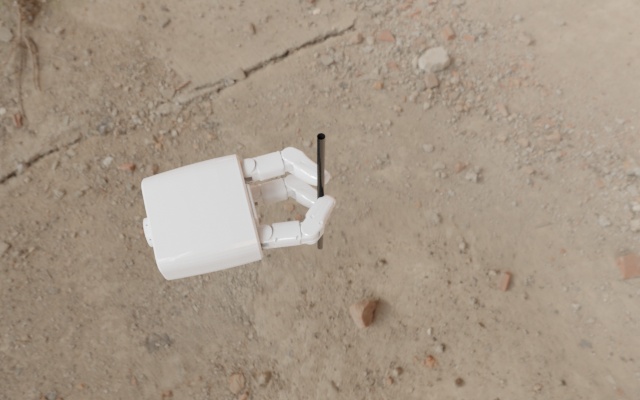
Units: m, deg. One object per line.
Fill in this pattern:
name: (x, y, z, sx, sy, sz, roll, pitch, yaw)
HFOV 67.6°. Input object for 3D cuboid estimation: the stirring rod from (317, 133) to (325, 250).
stirring rod: (0.000, 0.002, 0.548, 0.011, 0.011, 0.240, 0, -31, 0)
